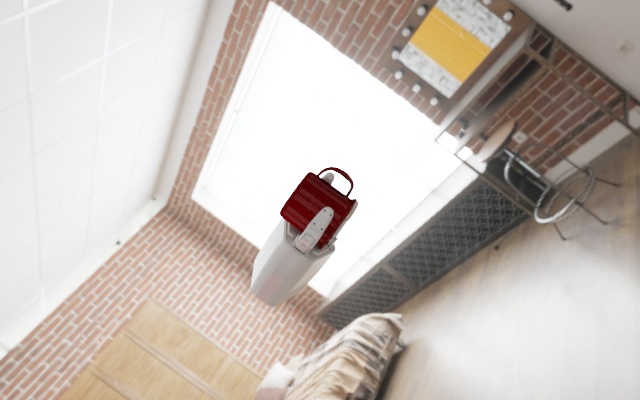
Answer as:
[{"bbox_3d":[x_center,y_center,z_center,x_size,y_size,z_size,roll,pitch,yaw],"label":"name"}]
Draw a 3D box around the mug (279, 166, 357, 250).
[{"bbox_3d":[0.001,0.001,0.694,0.081,0.117,0.093,36,21,-1],"label":"mug"}]
